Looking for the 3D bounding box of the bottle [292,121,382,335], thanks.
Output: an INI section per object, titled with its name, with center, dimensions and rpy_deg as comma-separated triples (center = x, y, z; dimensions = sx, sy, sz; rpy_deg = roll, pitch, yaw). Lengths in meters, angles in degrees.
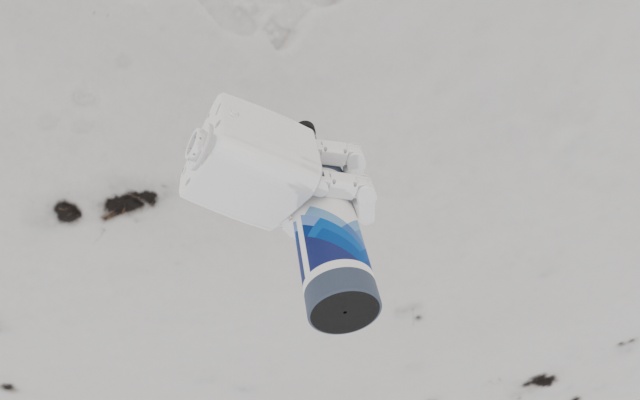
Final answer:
[bottle]
center = 0.000, 0.002, 0.524
dimensions = 0.069, 0.069, 0.295
rpy_deg = 0, 41, -11
